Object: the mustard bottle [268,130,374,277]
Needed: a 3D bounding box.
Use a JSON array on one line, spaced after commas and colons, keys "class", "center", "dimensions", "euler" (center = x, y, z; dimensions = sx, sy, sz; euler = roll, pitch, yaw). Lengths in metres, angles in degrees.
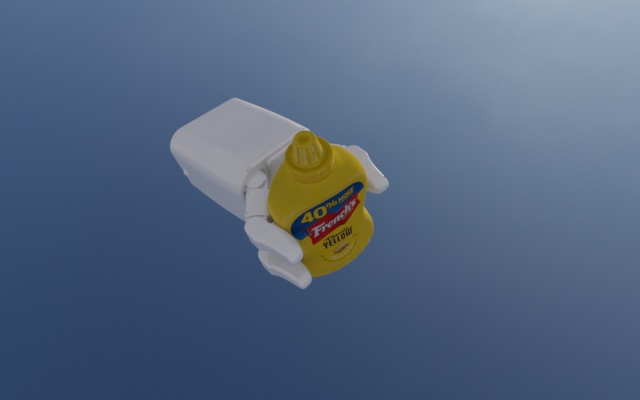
[{"class": "mustard bottle", "center": [0.000, 0.002, 0.452], "dimensions": [0.096, 0.058, 0.192], "euler": [-30, -32, -10]}]
